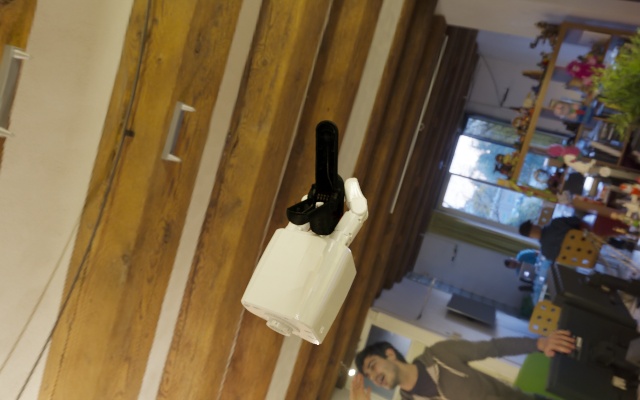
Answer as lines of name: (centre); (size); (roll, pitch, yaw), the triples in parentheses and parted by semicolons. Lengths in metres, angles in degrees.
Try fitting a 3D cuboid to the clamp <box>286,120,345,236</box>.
clamp: (0.000, 0.002, 0.559); (0.039, 0.120, 0.172); (18, -26, 20)
